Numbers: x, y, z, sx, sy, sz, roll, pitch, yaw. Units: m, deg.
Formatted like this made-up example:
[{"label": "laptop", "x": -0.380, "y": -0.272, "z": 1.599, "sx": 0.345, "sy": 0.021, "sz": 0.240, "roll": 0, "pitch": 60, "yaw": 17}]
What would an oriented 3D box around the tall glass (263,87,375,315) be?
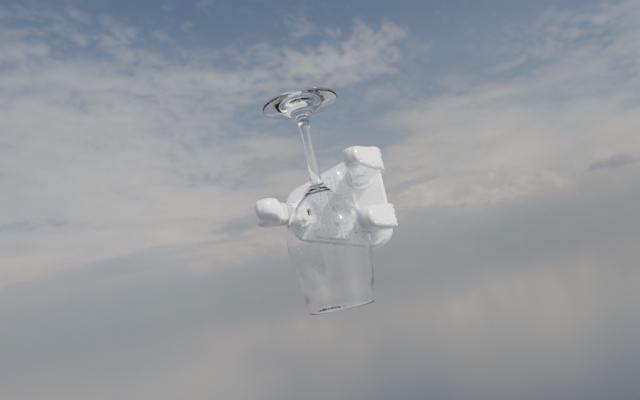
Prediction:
[{"label": "tall glass", "x": 0.000, "y": 0.001, "z": 0.452, "sx": 0.079, "sy": 0.201, "sz": 0.079, "roll": -11, "pitch": -9, "yaw": -2}]
